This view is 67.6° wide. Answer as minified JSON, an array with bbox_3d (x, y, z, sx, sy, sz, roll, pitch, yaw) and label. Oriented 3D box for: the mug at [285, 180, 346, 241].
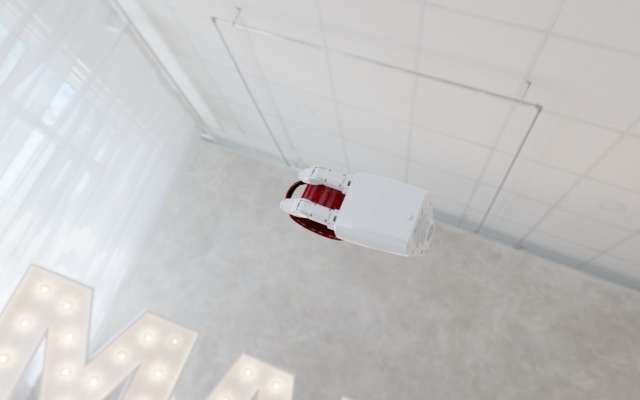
[{"bbox_3d":[-0.001,0.002,0.741,0.117,0.081,0.093,17,-17,26],"label":"mug"}]
